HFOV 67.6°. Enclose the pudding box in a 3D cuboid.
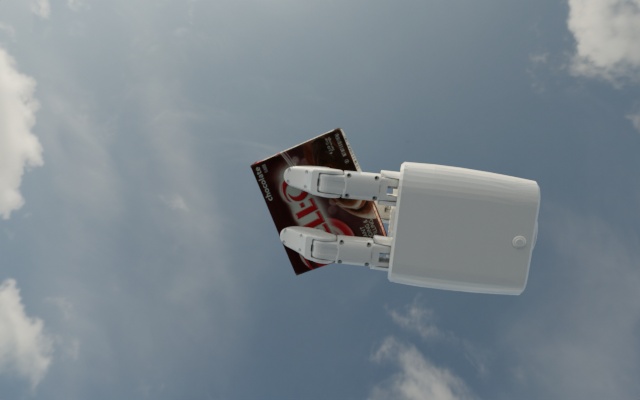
[{"bbox_3d":[0.000,0.001,0.439,0.090,0.113,0.039,-22,3,13],"label":"pudding box"}]
